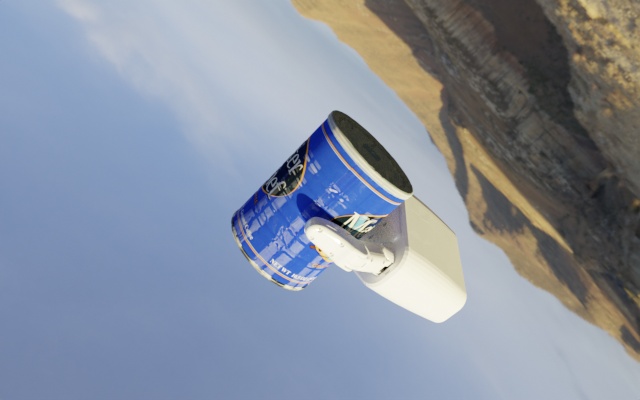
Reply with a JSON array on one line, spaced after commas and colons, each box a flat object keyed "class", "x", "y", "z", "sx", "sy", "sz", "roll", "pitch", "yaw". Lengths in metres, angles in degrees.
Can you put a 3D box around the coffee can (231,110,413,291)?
[{"class": "coffee can", "x": 0.000, "y": 0.001, "z": 0.447, "sx": 0.140, "sy": 0.102, "sz": 0.103, "roll": -43, "pitch": -18, "yaw": 20}]
